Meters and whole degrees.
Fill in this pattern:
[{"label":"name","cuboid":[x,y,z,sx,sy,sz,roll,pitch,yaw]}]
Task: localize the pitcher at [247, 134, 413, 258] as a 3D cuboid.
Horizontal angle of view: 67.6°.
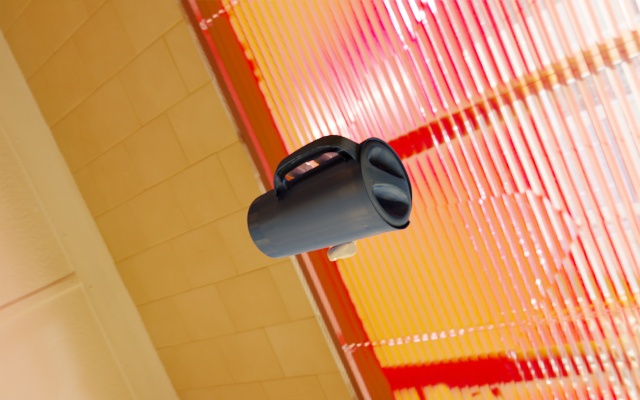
[{"label":"pitcher","cuboid":[0.000,0.002,0.709,0.243,0.149,0.145,-21,-5,35]}]
